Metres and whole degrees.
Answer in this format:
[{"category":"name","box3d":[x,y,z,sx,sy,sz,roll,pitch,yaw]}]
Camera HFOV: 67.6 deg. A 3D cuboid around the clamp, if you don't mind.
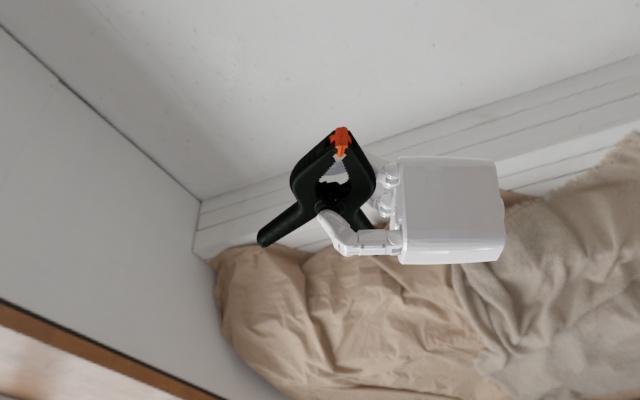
[{"category":"clamp","box3d":[0.000,0.002,0.547,0.164,0.036,0.210,-1,-38,0]}]
